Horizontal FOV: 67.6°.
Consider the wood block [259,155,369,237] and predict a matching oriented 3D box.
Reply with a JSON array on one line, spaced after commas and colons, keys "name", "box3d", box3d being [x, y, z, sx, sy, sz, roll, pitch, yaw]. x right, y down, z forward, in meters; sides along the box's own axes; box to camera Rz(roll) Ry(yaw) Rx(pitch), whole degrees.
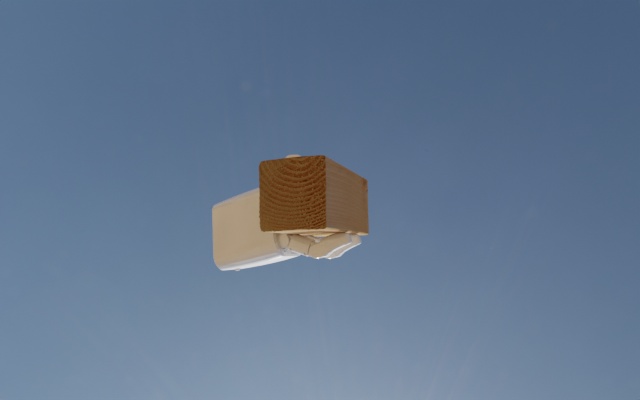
[{"name": "wood block", "box3d": [0.000, 0.002, 0.671, 0.090, 0.091, 0.206, -4, -7, 19]}]
